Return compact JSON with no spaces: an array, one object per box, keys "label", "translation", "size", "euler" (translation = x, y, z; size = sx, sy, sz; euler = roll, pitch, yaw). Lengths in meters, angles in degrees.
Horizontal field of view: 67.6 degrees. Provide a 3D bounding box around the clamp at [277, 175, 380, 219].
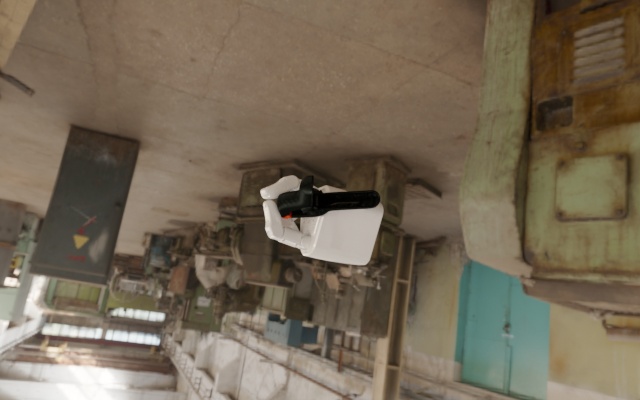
[{"label":"clamp","translation":[0.000,0.003,0.678],"size":[0.120,0.039,0.171],"euler":[16,-15,-22]}]
